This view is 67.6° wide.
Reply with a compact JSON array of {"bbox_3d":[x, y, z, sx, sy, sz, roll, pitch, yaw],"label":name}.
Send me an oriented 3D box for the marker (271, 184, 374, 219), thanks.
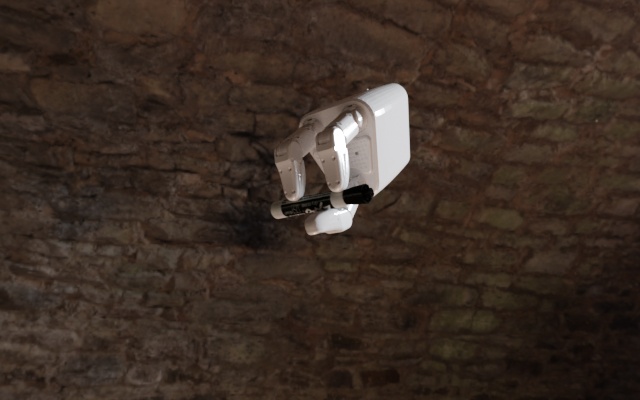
[{"bbox_3d":[0.000,0.002,0.476,0.121,0.020,0.020,-11,-7,37],"label":"marker"}]
